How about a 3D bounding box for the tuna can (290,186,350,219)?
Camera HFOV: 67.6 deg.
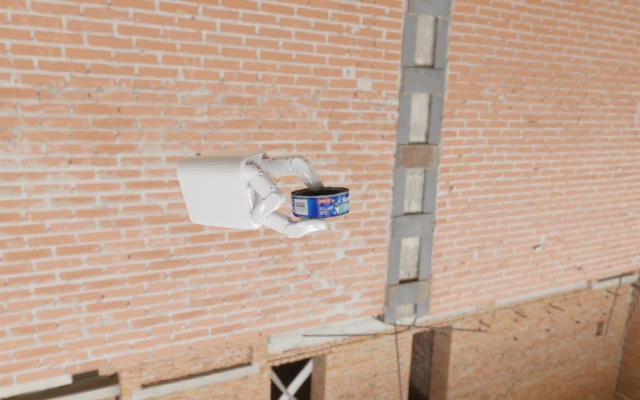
[{"bbox_3d":[0.000,0.003,0.695,0.086,0.034,0.086,-4,10,1],"label":"tuna can"}]
